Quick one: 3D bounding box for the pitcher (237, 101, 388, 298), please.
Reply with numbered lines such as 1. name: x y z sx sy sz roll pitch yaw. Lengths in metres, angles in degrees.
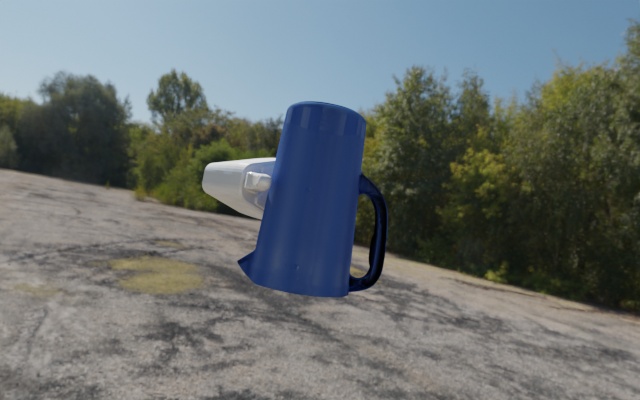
1. pitcher: 0.000 0.002 0.631 0.149 0.243 0.145 12 -3 -45
